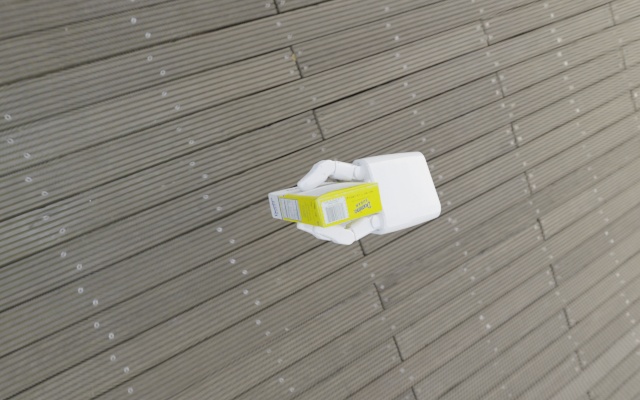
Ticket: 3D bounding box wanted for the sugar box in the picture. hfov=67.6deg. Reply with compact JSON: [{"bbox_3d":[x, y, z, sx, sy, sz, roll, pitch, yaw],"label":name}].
[{"bbox_3d":[0.000,0.003,0.680,0.093,0.048,0.176,-14,6,-24],"label":"sugar box"}]
